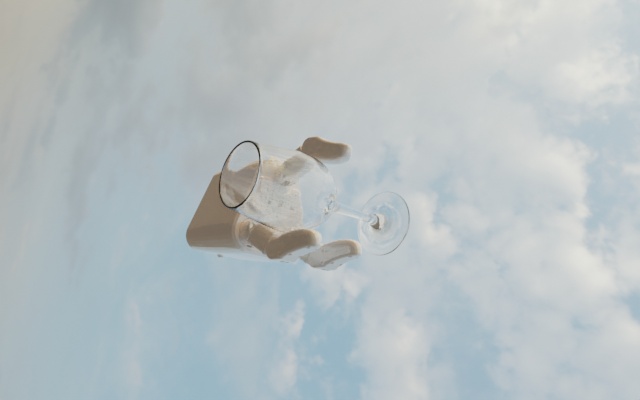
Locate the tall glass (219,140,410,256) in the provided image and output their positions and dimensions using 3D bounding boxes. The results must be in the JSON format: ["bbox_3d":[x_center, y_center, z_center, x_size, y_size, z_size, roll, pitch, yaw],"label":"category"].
[{"bbox_3d":[0.001,0.002,0.477,0.201,0.079,0.079,19,-13,-42],"label":"tall glass"}]
